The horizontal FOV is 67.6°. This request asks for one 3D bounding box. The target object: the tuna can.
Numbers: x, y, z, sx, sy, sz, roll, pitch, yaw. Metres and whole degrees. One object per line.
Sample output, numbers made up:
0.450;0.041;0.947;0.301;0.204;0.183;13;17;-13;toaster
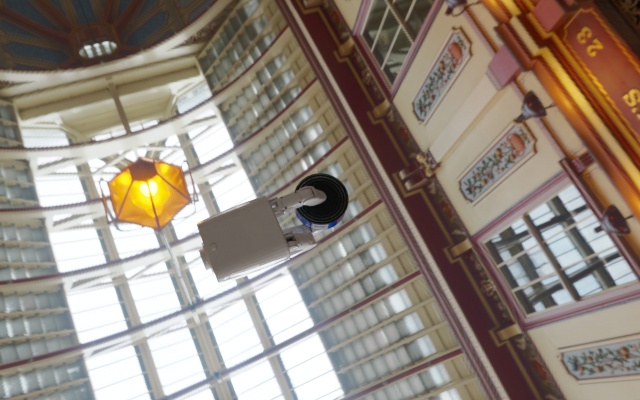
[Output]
0.000;0.003;0.752;0.086;0.086;0.034;0;-21;-4;tuna can
